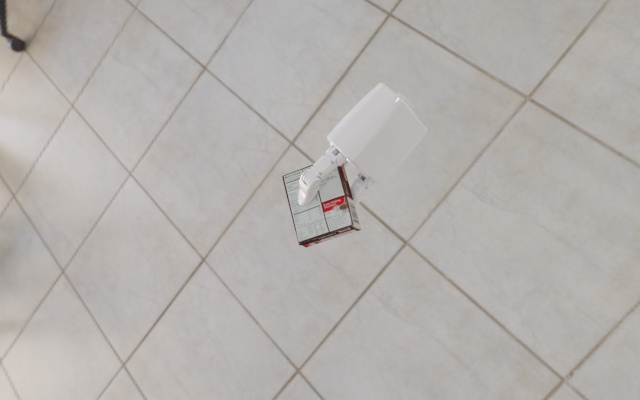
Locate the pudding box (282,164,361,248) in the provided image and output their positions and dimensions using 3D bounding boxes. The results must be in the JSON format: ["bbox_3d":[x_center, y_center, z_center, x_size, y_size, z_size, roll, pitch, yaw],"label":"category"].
[{"bbox_3d":[0.000,0.002,0.702,0.090,0.113,0.039,-19,-19,17],"label":"pudding box"}]
